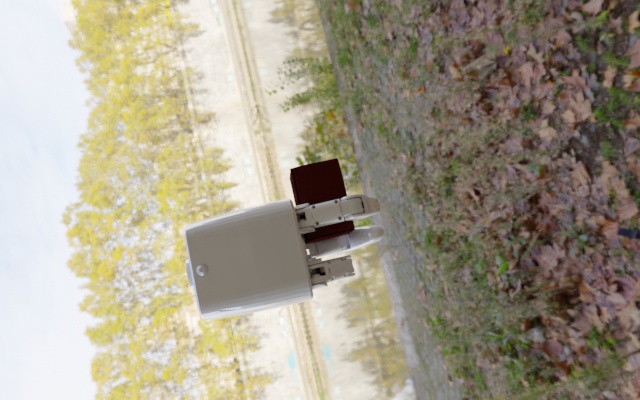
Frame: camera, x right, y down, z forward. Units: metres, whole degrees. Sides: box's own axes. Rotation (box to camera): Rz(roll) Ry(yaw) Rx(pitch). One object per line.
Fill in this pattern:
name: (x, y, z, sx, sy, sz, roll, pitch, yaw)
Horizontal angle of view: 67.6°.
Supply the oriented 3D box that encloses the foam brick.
foam brick: (0.000, 0.001, 0.501, 0.051, 0.078, 0.053, -12, -8, -5)
